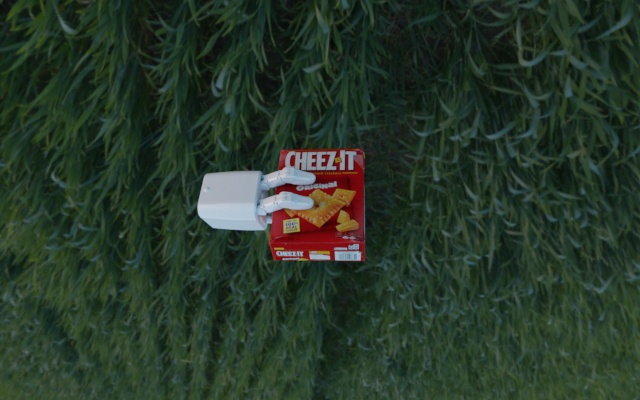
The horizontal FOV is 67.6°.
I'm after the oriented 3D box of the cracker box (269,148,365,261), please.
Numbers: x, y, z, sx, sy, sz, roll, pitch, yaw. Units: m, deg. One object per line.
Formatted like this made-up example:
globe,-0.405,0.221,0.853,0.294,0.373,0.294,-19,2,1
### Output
cracker box,0.000,0.003,0.877,0.164,0.213,0.072,0,-35,5
